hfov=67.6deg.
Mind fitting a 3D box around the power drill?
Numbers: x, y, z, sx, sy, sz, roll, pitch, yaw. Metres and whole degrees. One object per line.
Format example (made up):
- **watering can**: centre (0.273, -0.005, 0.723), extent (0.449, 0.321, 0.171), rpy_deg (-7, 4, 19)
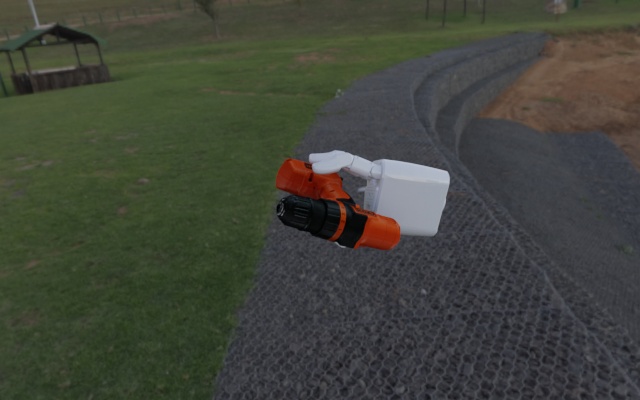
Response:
- **power drill**: centre (0.000, 0.002, 0.676), extent (0.184, 0.057, 0.187), rpy_deg (17, 18, -30)
